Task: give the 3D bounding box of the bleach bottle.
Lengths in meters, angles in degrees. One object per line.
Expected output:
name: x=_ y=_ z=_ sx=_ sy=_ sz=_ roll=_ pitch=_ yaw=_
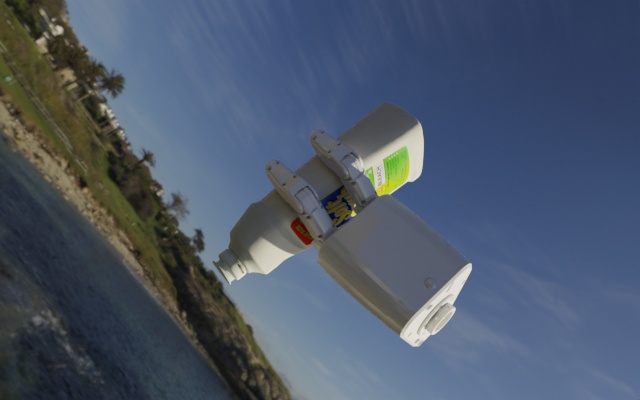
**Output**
bleach bottle: x=0.000 y=0.002 z=0.503 sx=0.251 sy=0.103 sz=0.068 roll=-38 pitch=57 yaw=-18
